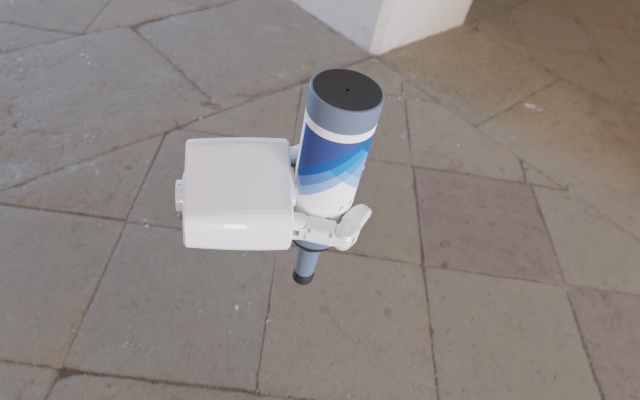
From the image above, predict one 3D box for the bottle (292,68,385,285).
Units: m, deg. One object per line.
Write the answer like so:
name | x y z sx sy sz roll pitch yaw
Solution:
bottle | 0.000 0.002 0.520 0.069 0.069 0.296 0 -42 -12
